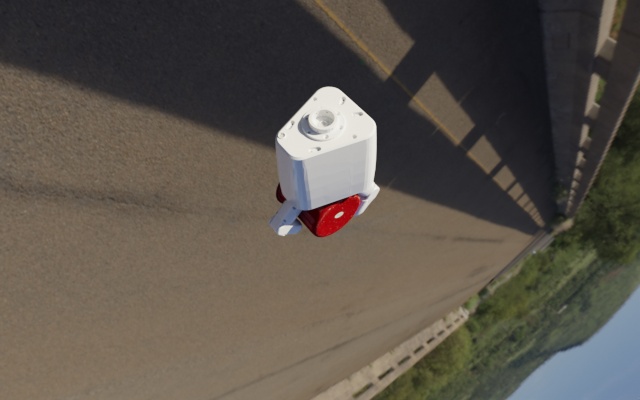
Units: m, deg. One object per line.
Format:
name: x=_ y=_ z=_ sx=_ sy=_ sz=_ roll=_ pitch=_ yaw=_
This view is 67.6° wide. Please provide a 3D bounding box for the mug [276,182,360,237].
mug: x=0.000 y=0.003 z=0.667 sx=0.093 sy=0.081 sz=0.117 roll=-35 pitch=-27 yaw=-16
